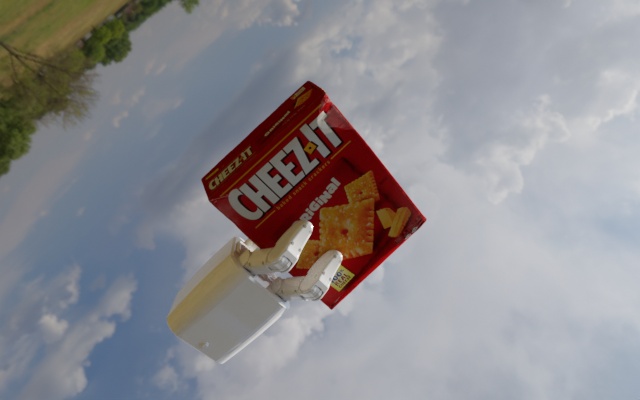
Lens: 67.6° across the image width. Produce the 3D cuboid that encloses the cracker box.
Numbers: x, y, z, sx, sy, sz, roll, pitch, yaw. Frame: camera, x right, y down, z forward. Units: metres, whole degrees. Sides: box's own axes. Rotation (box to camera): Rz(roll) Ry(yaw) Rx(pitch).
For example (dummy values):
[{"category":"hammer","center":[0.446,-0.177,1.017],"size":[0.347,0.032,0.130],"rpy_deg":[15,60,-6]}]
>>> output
[{"category":"cracker box","center":[0.000,0.002,0.549],"size":[0.214,0.164,0.072],"rpy_deg":[47,2,-30]}]
